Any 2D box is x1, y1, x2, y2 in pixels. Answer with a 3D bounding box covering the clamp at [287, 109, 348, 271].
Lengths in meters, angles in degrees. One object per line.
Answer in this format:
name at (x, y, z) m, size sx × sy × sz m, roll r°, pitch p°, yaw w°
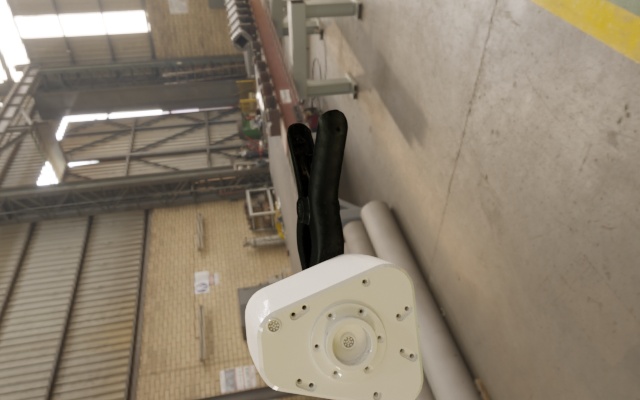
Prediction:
clamp at (-0.001, 0.002, 0.430) m, size 0.039 × 0.171 × 0.120 m, roll -7°, pitch -4°, yaw -13°
